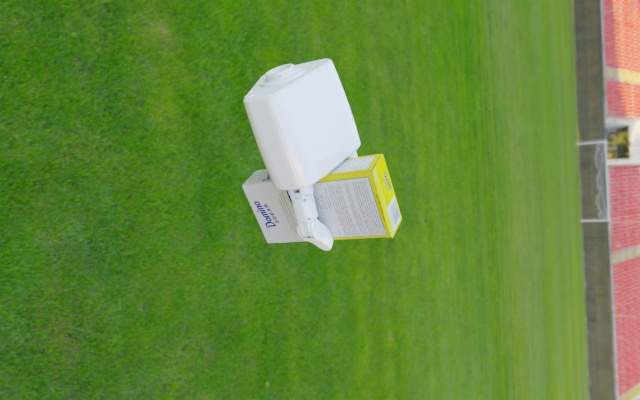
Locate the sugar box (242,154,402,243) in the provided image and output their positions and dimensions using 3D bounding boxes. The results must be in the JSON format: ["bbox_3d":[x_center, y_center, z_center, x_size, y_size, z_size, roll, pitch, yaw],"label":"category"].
[{"bbox_3d":[0.000,0.001,0.577,0.176,0.093,0.048,-3,31,30],"label":"sugar box"}]
